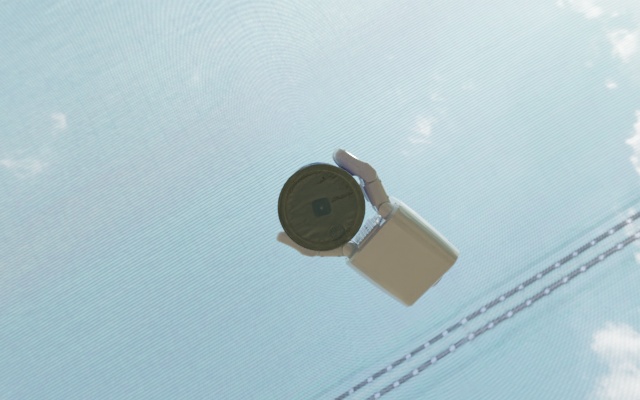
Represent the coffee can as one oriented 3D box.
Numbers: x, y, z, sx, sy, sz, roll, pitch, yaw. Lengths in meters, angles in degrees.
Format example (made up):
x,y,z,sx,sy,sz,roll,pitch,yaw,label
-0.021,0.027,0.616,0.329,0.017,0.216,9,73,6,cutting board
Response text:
x,y,z,sx,sy,sz,roll,pitch,yaw,label
0.000,0.002,0.620,0.103,0.103,0.140,0,6,-1,coffee can
